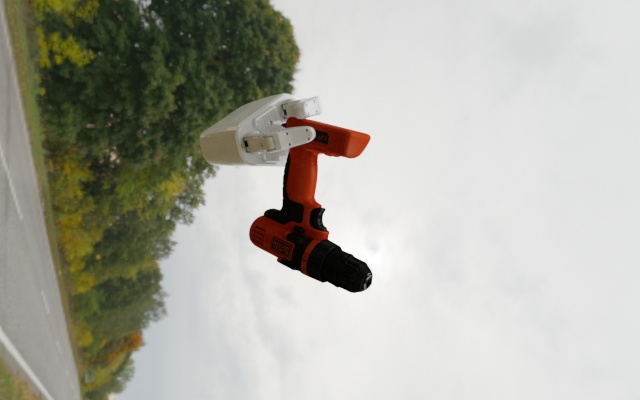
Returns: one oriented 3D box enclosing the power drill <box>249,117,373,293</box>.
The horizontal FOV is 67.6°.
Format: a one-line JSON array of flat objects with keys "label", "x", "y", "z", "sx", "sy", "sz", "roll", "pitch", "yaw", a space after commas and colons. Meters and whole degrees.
[{"label": "power drill", "x": 0.000, "y": 0.001, "z": 0.581, "sx": 0.184, "sy": 0.188, "sz": 0.057, "roll": 21, "pitch": 12, "yaw": 31}]
